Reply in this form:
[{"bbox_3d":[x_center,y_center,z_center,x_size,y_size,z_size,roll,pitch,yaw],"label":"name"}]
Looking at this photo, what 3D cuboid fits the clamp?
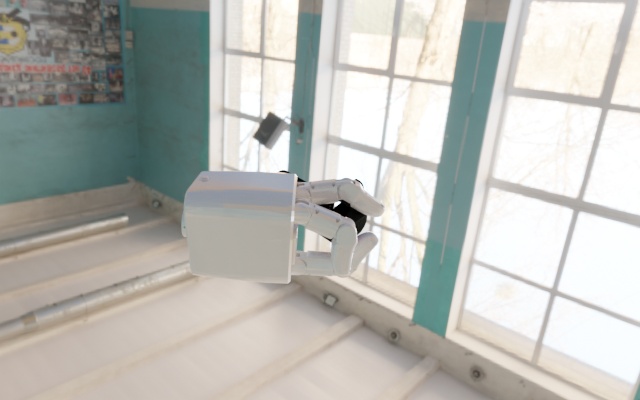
[{"bbox_3d":[0.000,0.003,0.570,0.120,0.039,0.171,4,19,-3],"label":"clamp"}]
